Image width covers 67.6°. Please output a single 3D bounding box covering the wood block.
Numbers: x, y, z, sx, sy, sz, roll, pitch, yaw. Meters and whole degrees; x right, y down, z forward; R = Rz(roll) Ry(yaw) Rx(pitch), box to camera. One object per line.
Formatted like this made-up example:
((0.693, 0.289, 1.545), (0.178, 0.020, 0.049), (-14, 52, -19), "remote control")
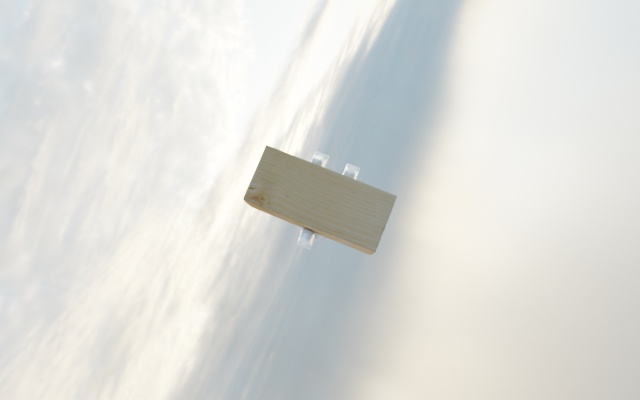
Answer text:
((0.000, 0.003, 0.730), (0.206, 0.091, 0.090), (21, -8, 4), "wood block")
